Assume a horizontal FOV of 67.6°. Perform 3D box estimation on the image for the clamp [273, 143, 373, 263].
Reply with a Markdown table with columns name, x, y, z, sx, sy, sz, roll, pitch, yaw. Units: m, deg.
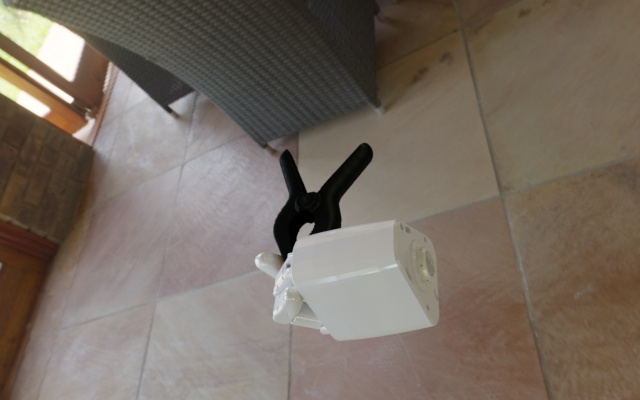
| name | x | y | z | sx | sy | sz | roll | pitch | yaw |
| --- | --- | --- | --- | --- | --- | --- | --- | --- | --- |
| clamp | 0.000 | 0.002 | 0.539 | 0.120 | 0.171 | 0.039 | -13 | -35 | 26 |
